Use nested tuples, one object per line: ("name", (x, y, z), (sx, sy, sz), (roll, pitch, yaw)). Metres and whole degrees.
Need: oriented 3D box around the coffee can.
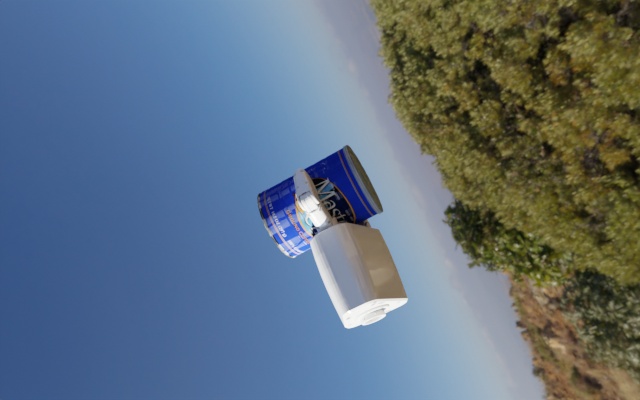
("coffee can", (0.000, 0.002, 0.654), (0.140, 0.103, 0.103), (-28, -6, 11))
